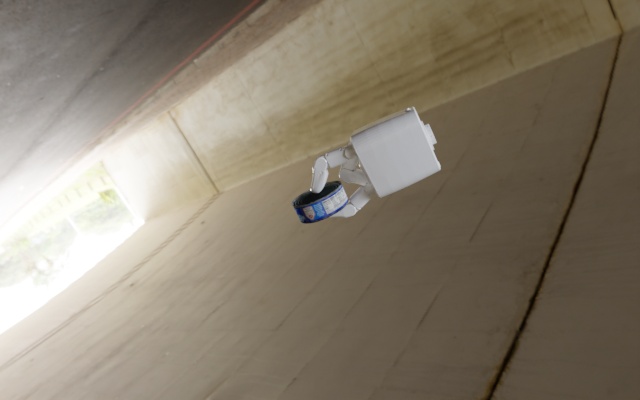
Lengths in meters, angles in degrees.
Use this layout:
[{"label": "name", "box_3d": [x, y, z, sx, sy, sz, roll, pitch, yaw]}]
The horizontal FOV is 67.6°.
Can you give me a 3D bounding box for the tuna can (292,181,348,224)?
[{"label": "tuna can", "box_3d": [0.000, 0.003, 0.756, 0.086, 0.034, 0.086, -23, 15, 6]}]
